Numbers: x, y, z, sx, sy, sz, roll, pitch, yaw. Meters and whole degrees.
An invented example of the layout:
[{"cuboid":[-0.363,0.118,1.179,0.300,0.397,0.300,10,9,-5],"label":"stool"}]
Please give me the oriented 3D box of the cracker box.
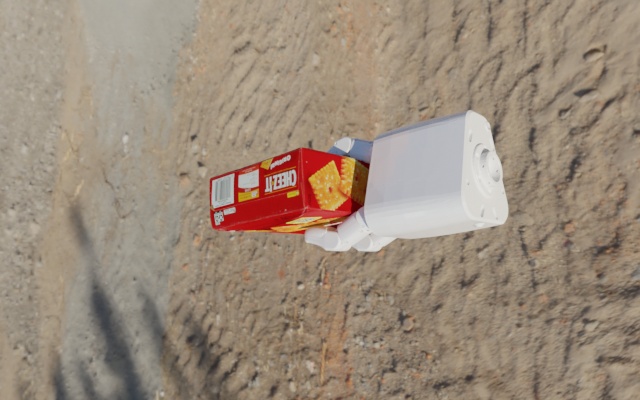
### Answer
[{"cuboid":[0.000,0.002,0.579,0.164,0.072,0.214,-13,-15,43],"label":"cracker box"}]
